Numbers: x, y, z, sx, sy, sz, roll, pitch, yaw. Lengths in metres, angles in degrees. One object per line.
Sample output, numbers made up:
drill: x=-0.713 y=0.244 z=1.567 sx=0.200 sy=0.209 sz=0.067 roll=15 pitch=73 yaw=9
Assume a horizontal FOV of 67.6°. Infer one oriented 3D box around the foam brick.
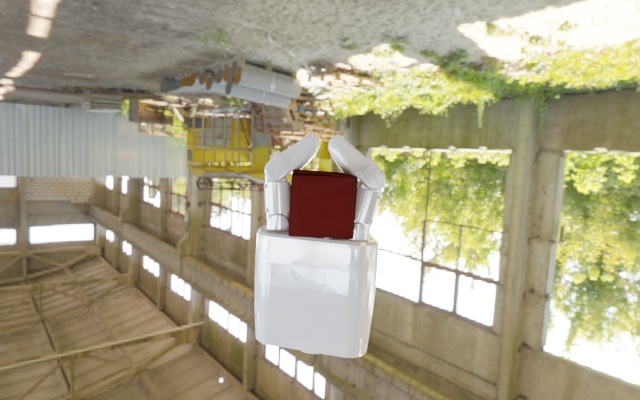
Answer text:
foam brick: x=0.000 y=0.001 z=0.408 sx=0.053 sy=0.051 sz=0.078 roll=4 pitch=5 yaw=-3
